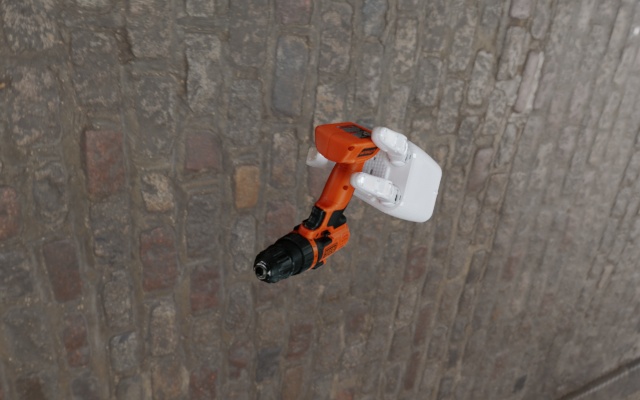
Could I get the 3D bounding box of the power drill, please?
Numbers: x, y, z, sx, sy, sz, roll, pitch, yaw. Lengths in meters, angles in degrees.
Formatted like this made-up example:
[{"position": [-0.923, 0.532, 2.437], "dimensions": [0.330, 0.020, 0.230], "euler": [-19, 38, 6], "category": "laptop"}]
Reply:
[{"position": [0.000, 0.001, 0.577], "dimensions": [0.057, 0.188, 0.184], "euler": [31, 25, 20], "category": "power drill"}]
